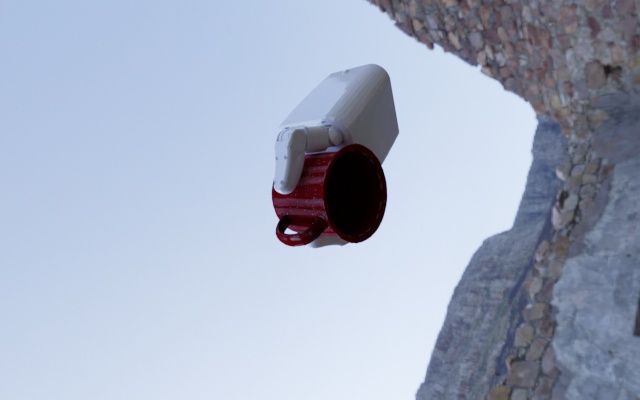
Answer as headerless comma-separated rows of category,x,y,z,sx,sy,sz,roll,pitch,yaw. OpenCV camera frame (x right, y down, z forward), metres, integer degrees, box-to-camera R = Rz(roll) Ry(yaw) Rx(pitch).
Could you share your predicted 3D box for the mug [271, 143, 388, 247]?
mug,-0.001,0.003,0.465,0.081,0.093,0.117,0,42,44
